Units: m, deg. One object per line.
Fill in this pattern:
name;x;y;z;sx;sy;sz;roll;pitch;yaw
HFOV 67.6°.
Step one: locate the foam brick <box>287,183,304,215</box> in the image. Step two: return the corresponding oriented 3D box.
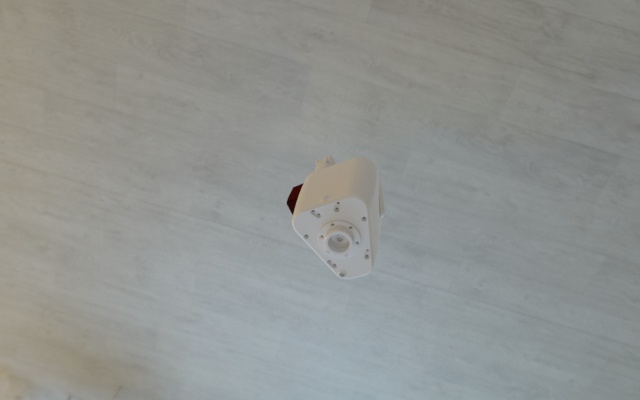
foam brick;0.000;0.002;0.669;0.078;0.053;0.051;-18;23;18
